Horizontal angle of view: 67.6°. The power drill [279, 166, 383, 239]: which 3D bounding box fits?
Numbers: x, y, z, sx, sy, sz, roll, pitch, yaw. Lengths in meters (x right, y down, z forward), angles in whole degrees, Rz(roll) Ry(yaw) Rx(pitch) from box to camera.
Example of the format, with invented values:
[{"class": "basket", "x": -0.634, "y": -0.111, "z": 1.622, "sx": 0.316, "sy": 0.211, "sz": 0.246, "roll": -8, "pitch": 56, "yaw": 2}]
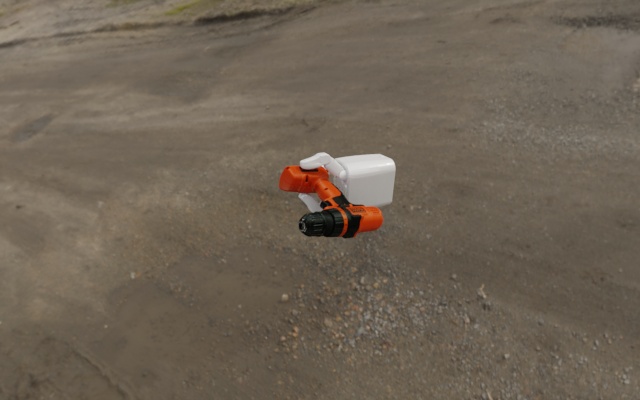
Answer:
[{"class": "power drill", "x": 0.000, "y": 0.003, "z": 0.892, "sx": 0.184, "sy": 0.057, "sz": 0.187, "roll": -1, "pitch": 34, "yaw": -41}]
